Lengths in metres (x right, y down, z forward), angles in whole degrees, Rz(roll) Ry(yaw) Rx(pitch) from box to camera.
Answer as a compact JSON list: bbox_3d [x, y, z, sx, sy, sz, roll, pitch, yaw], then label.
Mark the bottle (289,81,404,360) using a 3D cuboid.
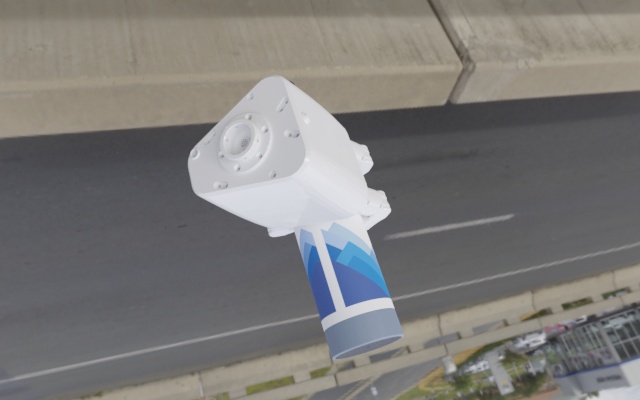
[{"bbox_3d":[0.000,0.002,0.478,0.069,0.295,0.069,-15,-24,-7],"label":"bottle"}]
